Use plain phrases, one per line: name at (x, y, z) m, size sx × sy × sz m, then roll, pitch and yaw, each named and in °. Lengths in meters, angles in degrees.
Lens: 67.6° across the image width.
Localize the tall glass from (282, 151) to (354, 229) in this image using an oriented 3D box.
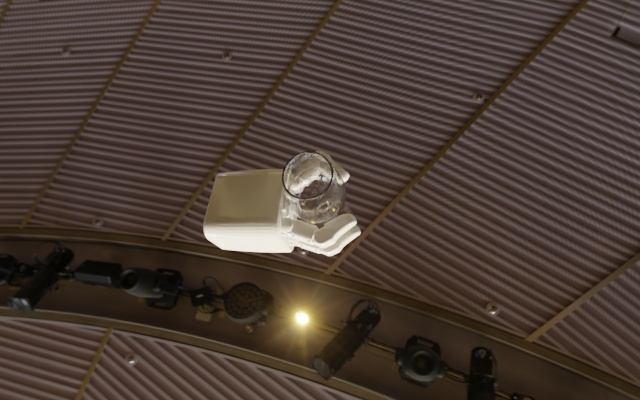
tall glass at (0.000, 0.002, 0.655) m, size 0.079 × 0.079 × 0.201 m, roll 0°, pitch -19°, yaw 9°
